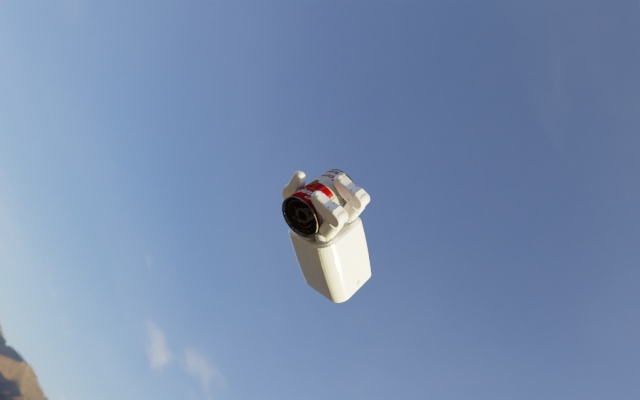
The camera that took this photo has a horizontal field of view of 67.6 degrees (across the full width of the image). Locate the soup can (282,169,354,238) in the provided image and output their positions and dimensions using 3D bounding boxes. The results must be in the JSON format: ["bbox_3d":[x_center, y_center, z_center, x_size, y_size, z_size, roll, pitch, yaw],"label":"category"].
[{"bbox_3d":[0.000,0.002,0.728,0.068,0.068,0.102,0,27,44],"label":"soup can"}]
